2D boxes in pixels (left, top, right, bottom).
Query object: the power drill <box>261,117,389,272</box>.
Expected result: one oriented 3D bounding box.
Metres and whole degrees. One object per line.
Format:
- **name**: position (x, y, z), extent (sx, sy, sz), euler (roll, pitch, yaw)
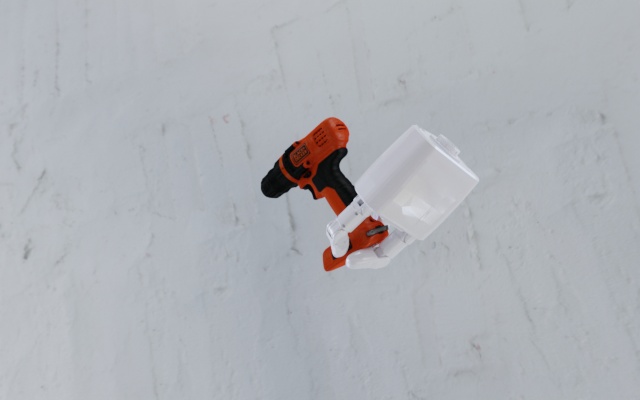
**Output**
- **power drill**: position (0.001, 0.002, 0.684), extent (0.057, 0.187, 0.184), euler (-16, -17, -47)
